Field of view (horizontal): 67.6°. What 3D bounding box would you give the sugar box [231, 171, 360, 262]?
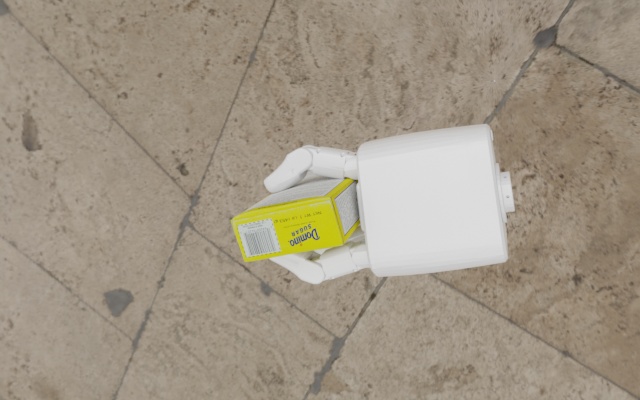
[{"bbox_3d":[0.000,0.002,0.453,0.093,0.048,0.176,-11,9,23],"label":"sugar box"}]
